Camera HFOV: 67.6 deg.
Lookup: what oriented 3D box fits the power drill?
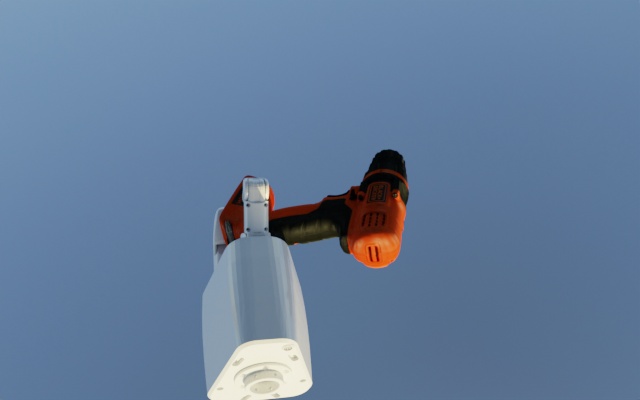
[{"bbox_3d":[0.000,0.002,0.514,0.187,0.057,0.184,-5,30,16],"label":"power drill"}]
